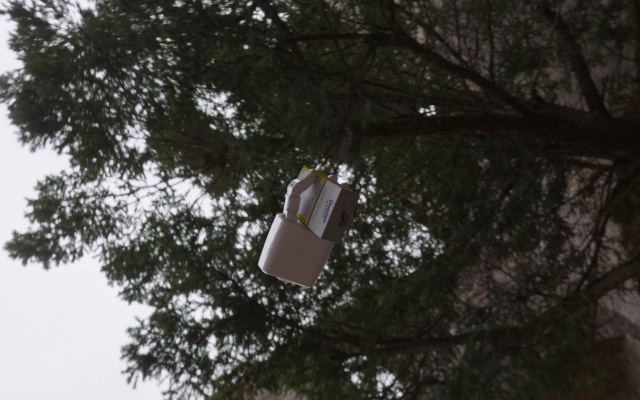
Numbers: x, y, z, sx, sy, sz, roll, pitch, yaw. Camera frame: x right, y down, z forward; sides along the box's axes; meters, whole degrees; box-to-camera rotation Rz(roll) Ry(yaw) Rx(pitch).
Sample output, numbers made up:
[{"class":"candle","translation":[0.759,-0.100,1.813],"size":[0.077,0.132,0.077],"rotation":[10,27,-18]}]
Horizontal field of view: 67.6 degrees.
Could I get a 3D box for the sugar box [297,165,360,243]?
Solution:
[{"class":"sugar box","translation":[0.000,0.003,0.863],"size":[0.048,0.093,0.176],"rotation":[18,9,-30]}]
